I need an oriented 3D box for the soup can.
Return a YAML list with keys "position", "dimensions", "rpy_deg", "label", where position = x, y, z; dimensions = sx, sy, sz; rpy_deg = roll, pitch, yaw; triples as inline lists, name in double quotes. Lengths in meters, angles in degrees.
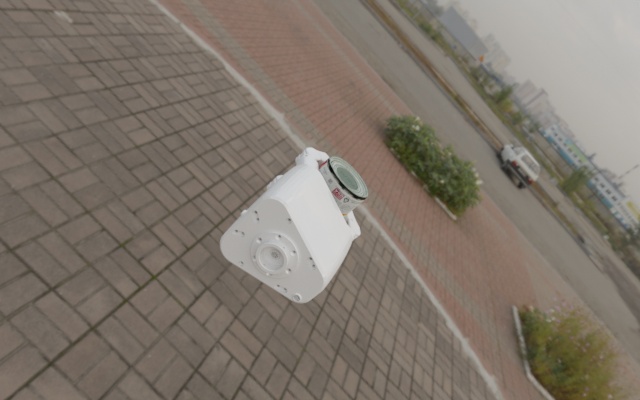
- position: [0.001, 0.002, 0.593]
  dimensions: [0.102, 0.068, 0.068]
  rpy_deg: [-42, -20, 24]
  label: "soup can"
